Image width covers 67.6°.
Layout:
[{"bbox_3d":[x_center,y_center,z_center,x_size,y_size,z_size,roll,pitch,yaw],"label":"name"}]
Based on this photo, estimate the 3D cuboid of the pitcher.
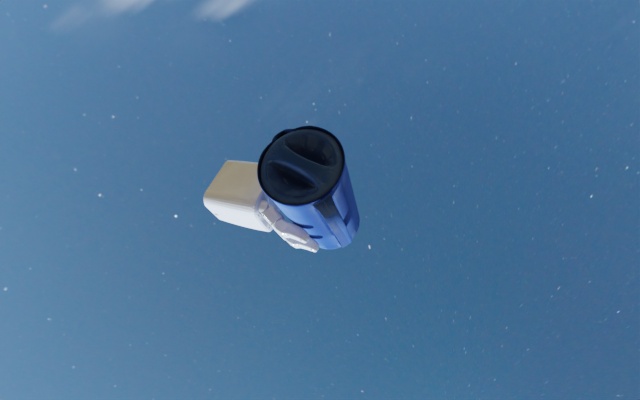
[{"bbox_3d":[0.000,0.003,0.791,0.145,0.149,0.243,8,-22,18],"label":"pitcher"}]
